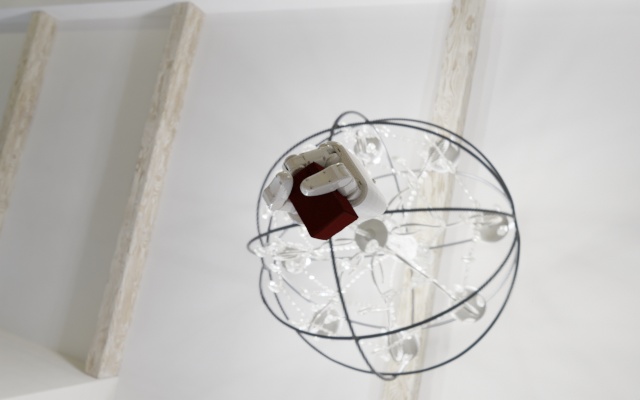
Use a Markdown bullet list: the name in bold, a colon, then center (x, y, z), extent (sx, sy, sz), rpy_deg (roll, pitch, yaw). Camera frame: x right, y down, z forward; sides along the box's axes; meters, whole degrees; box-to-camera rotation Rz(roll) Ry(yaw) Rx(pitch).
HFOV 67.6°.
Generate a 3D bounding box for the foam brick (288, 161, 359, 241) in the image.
- **foam brick**: center (0.000, 0.002, 0.575), extent (0.053, 0.078, 0.051), rpy_deg (-36, -23, 13)
